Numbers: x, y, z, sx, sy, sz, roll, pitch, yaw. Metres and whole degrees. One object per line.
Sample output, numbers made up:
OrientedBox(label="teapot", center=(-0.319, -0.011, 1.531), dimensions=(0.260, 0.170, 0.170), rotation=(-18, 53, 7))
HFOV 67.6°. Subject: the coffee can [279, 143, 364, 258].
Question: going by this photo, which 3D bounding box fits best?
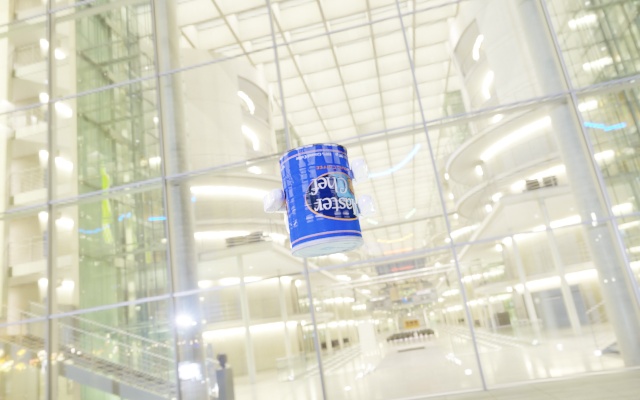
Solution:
OrientedBox(label="coffee can", center=(0.000, 0.002, 0.681), dimensions=(0.103, 0.140, 0.103), rotation=(-8, -16, -2))
